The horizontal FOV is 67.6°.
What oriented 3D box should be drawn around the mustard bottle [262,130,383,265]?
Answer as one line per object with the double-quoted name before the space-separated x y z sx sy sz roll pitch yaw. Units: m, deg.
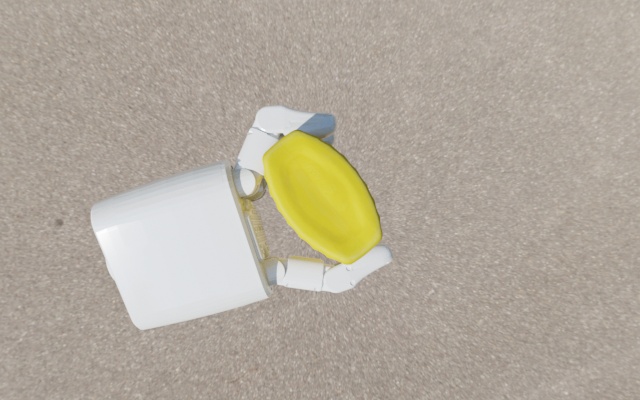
"mustard bottle" 0.000 0.001 0.403 0.058 0.096 0.191 -40 -1 -2
